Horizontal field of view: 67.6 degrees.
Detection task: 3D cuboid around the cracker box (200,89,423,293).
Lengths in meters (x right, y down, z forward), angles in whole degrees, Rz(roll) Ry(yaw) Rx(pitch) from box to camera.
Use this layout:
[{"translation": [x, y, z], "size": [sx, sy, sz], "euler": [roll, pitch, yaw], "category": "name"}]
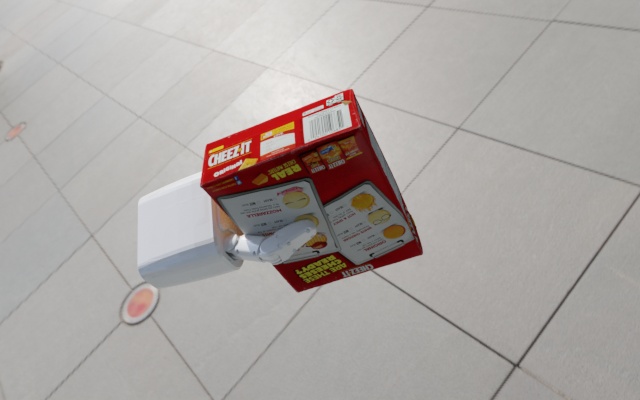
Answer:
[{"translation": [0.000, 0.002, 0.518], "size": [0.164, 0.072, 0.214], "euler": [-19, -44, 15], "category": "cracker box"}]
